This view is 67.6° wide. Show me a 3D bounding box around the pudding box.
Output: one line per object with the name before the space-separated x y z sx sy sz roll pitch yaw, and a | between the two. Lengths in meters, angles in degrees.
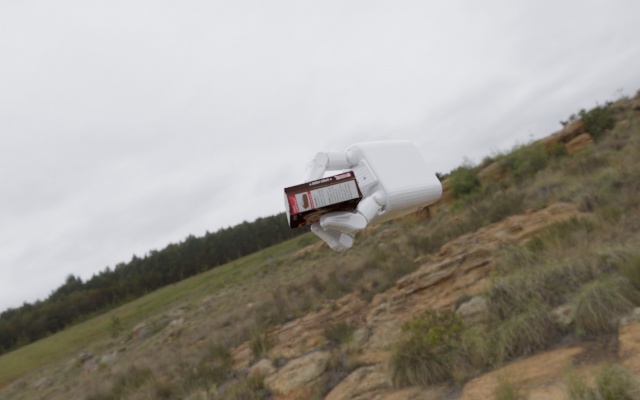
pudding box | 0.000 0.002 0.604 0.090 0.039 0.113 -15 -12 -6
